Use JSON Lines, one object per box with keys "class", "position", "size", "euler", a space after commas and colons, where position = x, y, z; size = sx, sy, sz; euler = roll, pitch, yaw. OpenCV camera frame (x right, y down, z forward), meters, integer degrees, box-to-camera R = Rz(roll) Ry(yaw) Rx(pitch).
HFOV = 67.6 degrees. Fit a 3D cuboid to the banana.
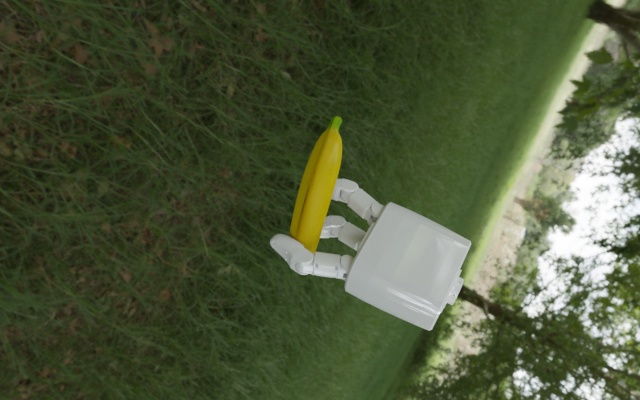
{"class": "banana", "position": [-0.005, 0.003, 0.557], "size": [0.037, 0.198, 0.069], "euler": [22, 20, 14]}
